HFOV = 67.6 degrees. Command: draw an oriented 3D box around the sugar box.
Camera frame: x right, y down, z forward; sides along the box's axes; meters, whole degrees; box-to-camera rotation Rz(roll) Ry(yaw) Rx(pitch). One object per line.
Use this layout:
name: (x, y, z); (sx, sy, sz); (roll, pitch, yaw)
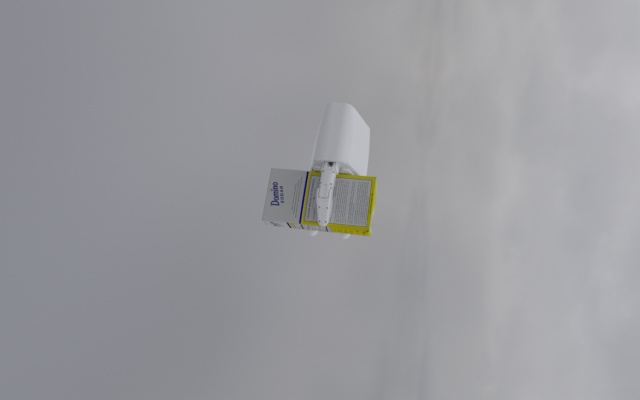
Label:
sugar box: (0.000, 0.003, 0.781); (0.176, 0.093, 0.048); (6, -18, 12)
